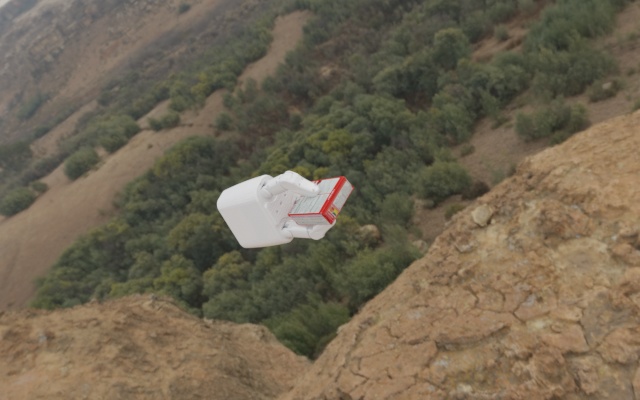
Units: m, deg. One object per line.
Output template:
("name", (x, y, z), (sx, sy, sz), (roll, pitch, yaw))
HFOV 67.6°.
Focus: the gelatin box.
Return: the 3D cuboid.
("gelatin box", (0.000, 0.002, 0.740), (0.030, 0.073, 0.089), (46, -29, -26))
